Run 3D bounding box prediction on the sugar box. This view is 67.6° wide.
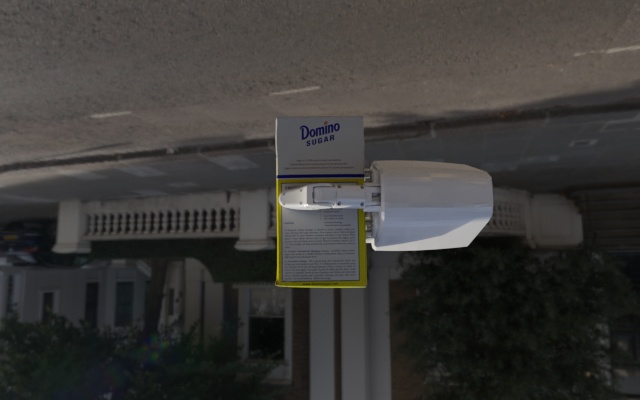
[{"bbox_3d":[0.000,0.002,0.502,0.093,0.176,0.048,0,-8,0],"label":"sugar box"}]
